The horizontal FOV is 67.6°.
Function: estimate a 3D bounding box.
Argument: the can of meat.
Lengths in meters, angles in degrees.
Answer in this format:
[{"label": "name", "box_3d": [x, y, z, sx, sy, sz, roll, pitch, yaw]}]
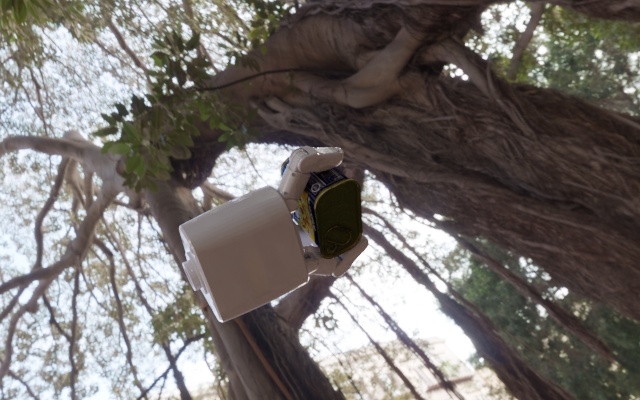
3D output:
[{"label": "can of meat", "box_3d": [0.000, 0.002, 0.549, 0.057, 0.102, 0.084, -26, 44, -20]}]
